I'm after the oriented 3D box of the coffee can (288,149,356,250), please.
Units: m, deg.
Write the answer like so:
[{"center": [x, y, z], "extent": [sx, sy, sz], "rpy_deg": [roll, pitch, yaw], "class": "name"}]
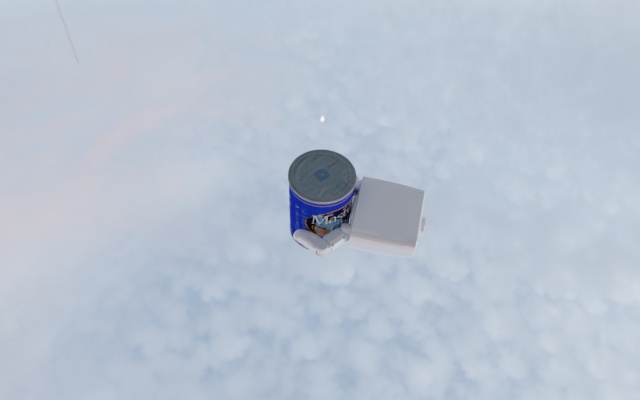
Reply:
[{"center": [0.000, 0.002, 0.767], "extent": [0.103, 0.102, 0.140], "rpy_deg": [0, -37, -3], "class": "coffee can"}]
